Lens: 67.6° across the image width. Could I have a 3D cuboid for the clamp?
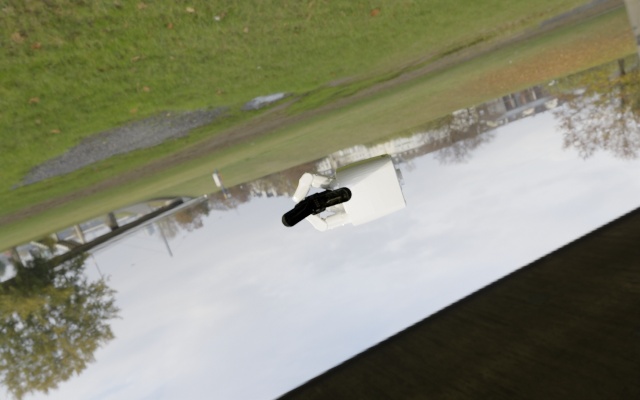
[{"bbox_3d":[0.000,0.003,0.826,0.120,0.039,0.171,-18,7,7],"label":"clamp"}]
